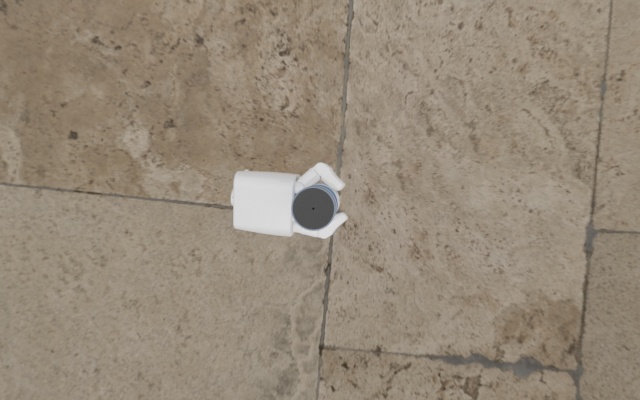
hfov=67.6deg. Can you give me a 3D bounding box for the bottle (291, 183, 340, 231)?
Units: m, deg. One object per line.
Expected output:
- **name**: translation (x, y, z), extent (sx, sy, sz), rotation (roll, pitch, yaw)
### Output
- **bottle**: translation (0.000, 0.003, 0.847), extent (0.069, 0.069, 0.295), rotation (0, 4, 4)
